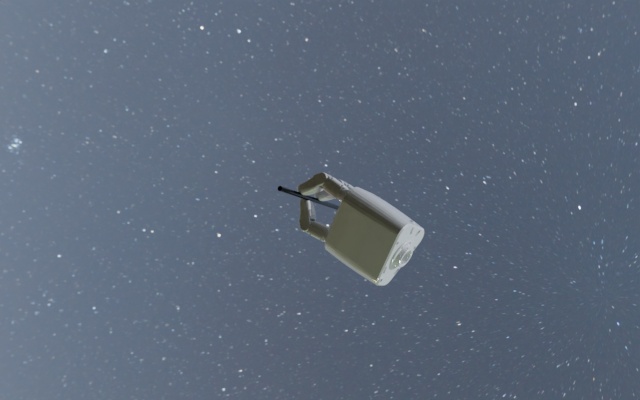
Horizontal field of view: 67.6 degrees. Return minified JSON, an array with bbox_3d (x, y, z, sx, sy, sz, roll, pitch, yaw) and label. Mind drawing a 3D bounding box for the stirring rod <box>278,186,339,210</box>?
[{"bbox_3d":[0.000,0.003,0.812,0.011,0.011,0.239,0,-10,31],"label":"stirring rod"}]
